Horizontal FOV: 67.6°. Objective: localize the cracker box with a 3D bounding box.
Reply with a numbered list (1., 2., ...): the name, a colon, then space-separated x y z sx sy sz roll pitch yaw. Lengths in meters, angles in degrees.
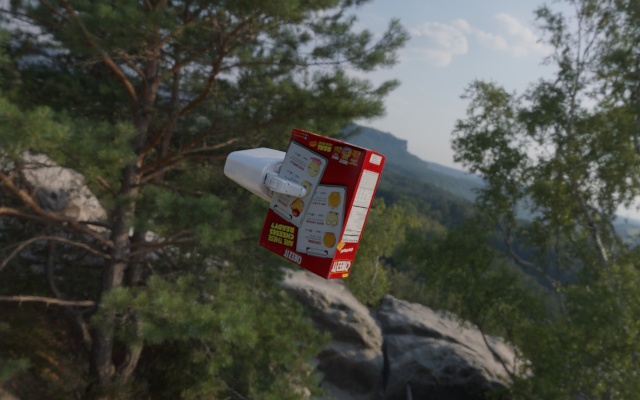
1. cracker box: 0.000 0.002 0.803 0.164 0.214 0.072 21 8 37
